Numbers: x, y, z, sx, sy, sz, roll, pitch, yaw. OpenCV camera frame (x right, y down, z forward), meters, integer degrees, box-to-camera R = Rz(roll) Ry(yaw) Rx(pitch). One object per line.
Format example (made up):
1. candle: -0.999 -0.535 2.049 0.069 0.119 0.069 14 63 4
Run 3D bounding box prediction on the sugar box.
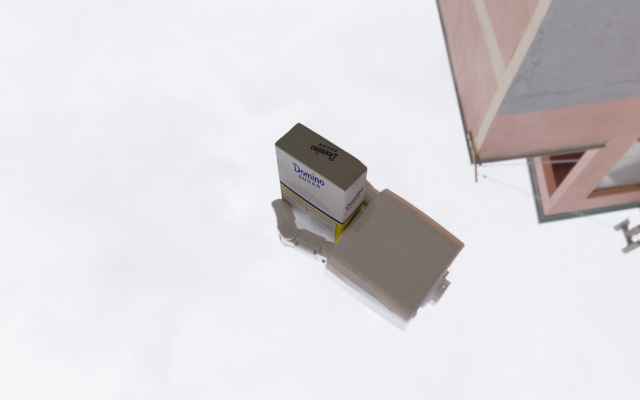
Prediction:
1. sugar box: 0.001 0.002 0.539 0.093 0.048 0.176 35 -29 19
